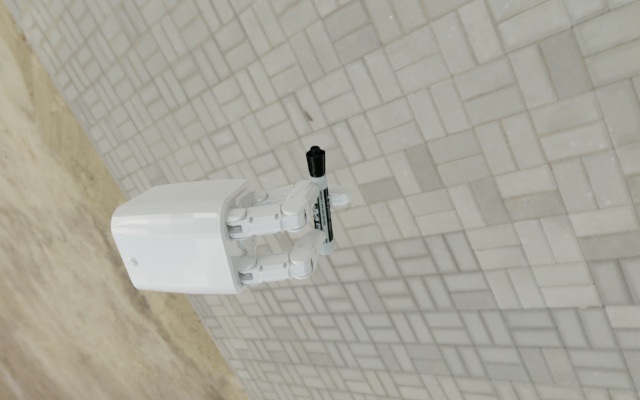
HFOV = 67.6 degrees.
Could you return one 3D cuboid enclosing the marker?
[{"bbox_3d":[0.000,0.002,0.476,0.020,0.121,0.020,-5,32,3],"label":"marker"}]
